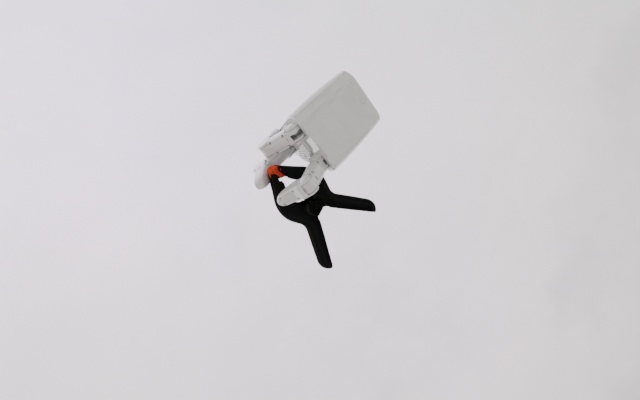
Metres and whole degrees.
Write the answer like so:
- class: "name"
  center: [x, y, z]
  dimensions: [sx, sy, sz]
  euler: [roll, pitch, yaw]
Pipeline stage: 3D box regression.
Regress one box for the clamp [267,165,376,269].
- class: "clamp"
  center: [0.000, 0.002, 0.680]
  dimensions: [0.120, 0.171, 0.039]
  euler: [-46, 24, -15]
